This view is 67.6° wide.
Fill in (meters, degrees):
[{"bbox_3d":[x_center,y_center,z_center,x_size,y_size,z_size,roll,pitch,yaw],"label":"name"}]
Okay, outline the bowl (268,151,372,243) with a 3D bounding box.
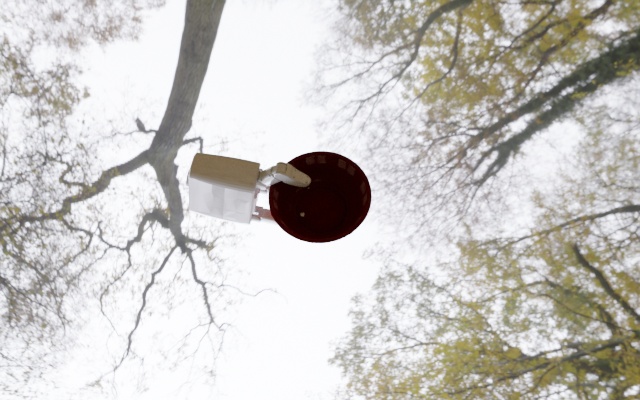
[{"bbox_3d":[0.001,0.003,0.762,0.162,0.162,0.055,0,-27,3],"label":"bowl"}]
